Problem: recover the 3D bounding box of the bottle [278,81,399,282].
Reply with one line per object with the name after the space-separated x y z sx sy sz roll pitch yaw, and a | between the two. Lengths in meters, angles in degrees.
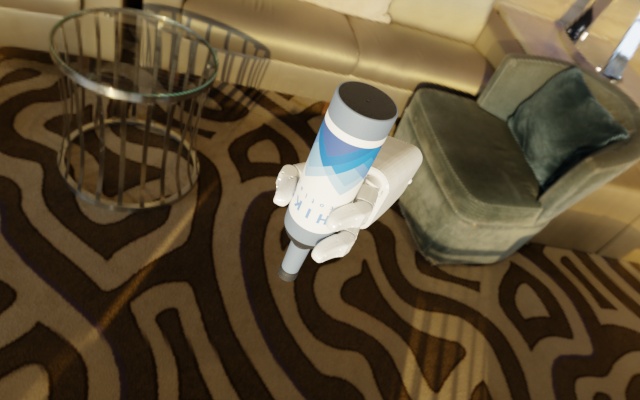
0.000 0.002 0.565 0.069 0.069 0.296 0 -43 -25 | bottle
